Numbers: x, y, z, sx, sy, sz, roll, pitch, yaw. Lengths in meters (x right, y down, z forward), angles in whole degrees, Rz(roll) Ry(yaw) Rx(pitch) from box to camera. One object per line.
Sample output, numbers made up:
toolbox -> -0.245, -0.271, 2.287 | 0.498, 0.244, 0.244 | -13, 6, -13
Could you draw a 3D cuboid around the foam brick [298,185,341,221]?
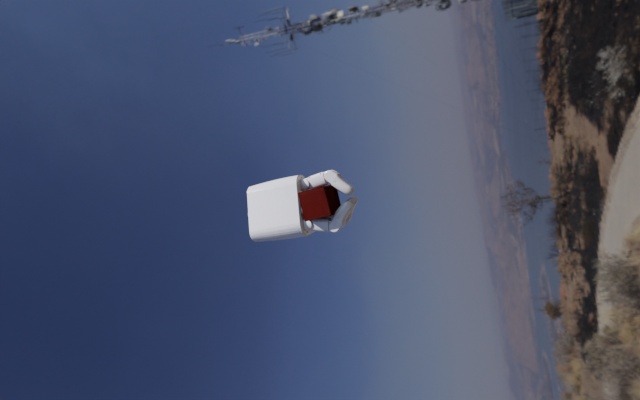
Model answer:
foam brick -> 0.000, 0.003, 0.850 | 0.051, 0.053, 0.078 | -12, 2, 17
